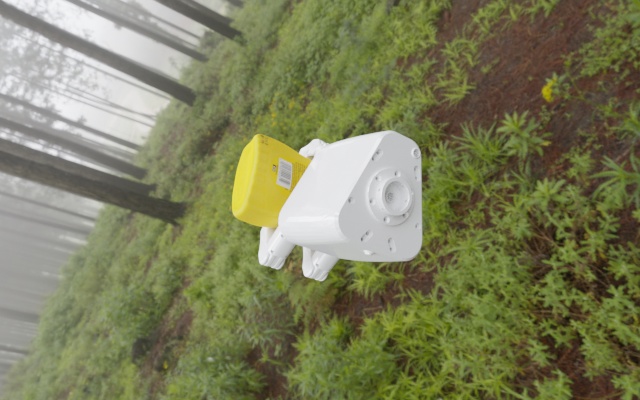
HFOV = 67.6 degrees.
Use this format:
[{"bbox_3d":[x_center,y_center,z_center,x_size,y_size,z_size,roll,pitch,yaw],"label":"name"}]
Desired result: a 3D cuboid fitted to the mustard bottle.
[{"bbox_3d":[0.000,0.002,0.538,0.192,0.096,0.058,21,-37,-26],"label":"mustard bottle"}]
